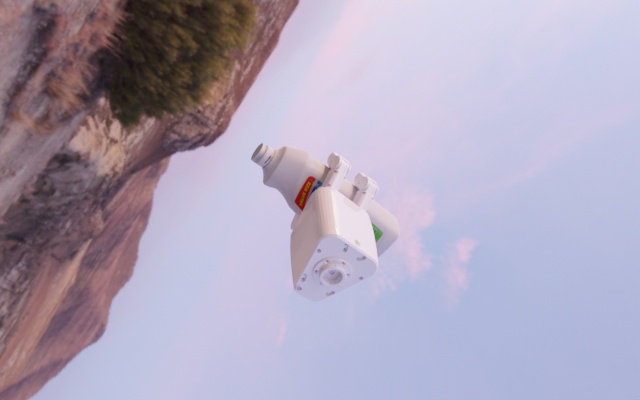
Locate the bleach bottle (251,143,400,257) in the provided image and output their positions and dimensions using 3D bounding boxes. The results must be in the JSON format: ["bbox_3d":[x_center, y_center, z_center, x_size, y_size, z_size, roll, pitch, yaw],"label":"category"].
[{"bbox_3d":[0.000,0.002,0.720,0.251,0.102,0.068,35,25,-23],"label":"bleach bottle"}]
